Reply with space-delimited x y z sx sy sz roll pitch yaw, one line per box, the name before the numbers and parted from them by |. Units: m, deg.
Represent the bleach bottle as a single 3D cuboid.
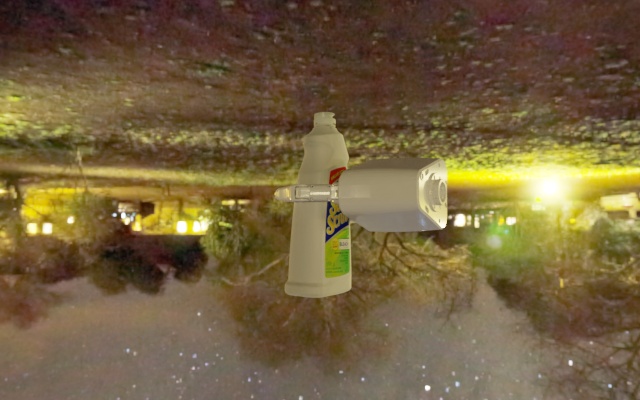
bleach bottle | 0.000 0.002 0.666 0.068 0.251 0.102 -1 -3 34
